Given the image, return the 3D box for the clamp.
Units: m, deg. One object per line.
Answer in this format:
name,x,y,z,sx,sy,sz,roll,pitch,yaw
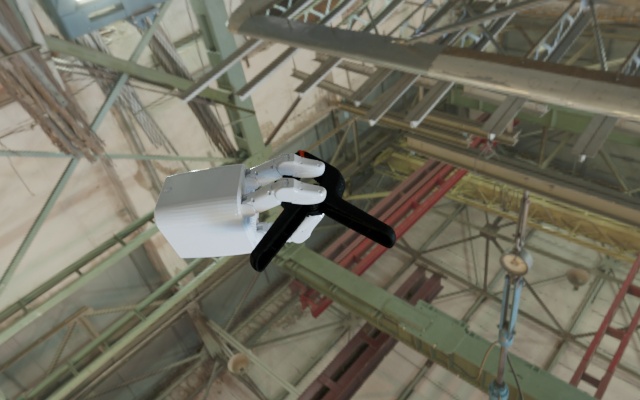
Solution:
clamp,0.000,0.002,0.599,0.164,0.036,0.209,-5,38,1
